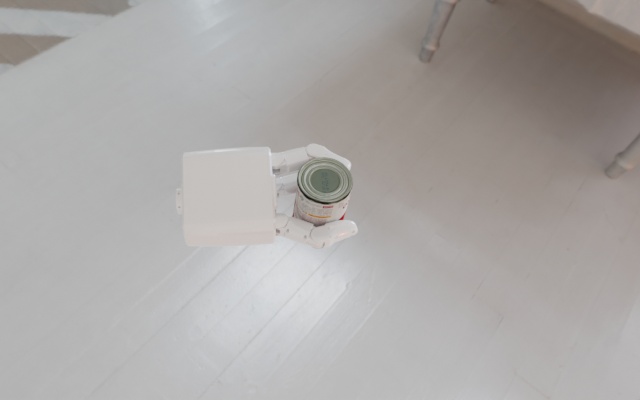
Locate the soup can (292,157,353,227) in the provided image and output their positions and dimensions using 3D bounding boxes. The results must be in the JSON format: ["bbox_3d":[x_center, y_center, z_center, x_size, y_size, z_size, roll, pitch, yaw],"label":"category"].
[{"bbox_3d":[0.001,0.002,0.595,0.068,0.068,0.102,0,-33,-7],"label":"soup can"}]
